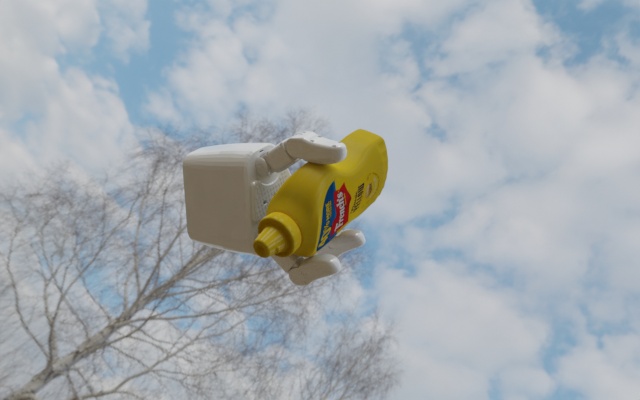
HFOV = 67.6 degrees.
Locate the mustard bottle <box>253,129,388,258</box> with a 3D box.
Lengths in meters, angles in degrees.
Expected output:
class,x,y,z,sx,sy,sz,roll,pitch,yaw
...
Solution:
class,x,y,z,sx,sy,sz,roll,pitch,yaw
mustard bottle,0.001,0.002,0.476,0.058,0.096,0.191,27,38,22
